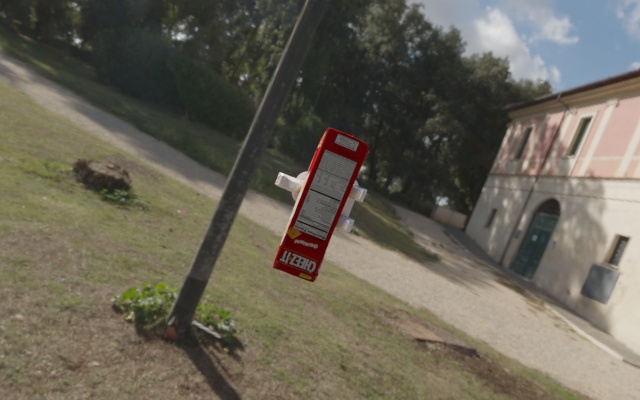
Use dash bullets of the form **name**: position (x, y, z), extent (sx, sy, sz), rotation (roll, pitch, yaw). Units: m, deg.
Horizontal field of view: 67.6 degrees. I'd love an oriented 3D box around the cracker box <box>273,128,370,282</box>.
- **cracker box**: position (0.000, 0.002, 0.741), extent (0.072, 0.214, 0.164), rotation (22, 4, -3)
